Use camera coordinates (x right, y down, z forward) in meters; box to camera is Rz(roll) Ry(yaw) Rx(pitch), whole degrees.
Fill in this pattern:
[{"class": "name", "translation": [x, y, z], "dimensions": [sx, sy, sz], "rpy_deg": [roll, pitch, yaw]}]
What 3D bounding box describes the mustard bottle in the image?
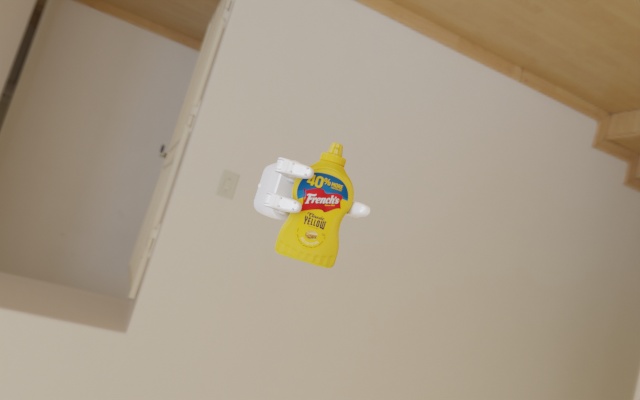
[{"class": "mustard bottle", "translation": [0.000, 0.003, 0.746], "dimensions": [0.096, 0.191, 0.058], "rpy_deg": [17, -5, -1]}]
